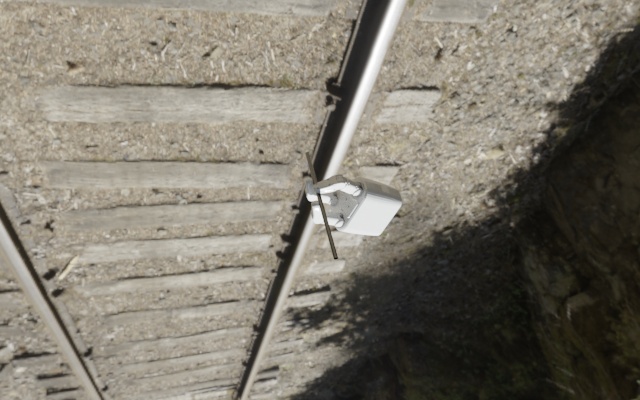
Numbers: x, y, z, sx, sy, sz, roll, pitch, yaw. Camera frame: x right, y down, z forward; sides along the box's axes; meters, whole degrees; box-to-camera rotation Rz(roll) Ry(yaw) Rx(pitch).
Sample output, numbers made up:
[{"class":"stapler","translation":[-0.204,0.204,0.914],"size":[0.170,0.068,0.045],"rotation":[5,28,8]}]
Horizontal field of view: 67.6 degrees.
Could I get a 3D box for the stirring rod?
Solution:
[{"class":"stirring rod","translation":[0.000,0.003,0.890],"size":[0.011,0.239,0.011],"rotation":[-11,-33,-7]}]
